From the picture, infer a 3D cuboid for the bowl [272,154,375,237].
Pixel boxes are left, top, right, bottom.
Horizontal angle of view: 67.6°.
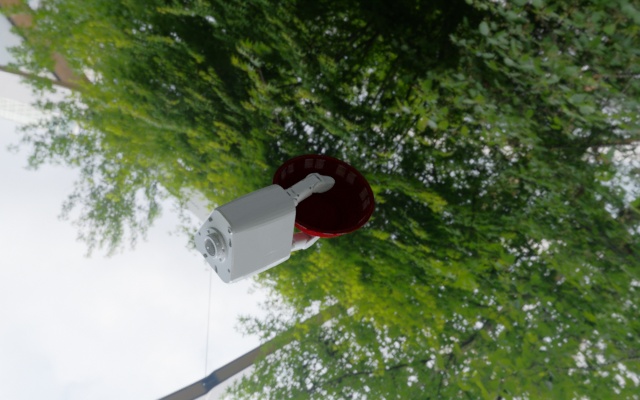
[{"bbox_3d":[0.001,0.002,0.749,0.162,0.162,0.055,0,-40,-17],"label":"bowl"}]
